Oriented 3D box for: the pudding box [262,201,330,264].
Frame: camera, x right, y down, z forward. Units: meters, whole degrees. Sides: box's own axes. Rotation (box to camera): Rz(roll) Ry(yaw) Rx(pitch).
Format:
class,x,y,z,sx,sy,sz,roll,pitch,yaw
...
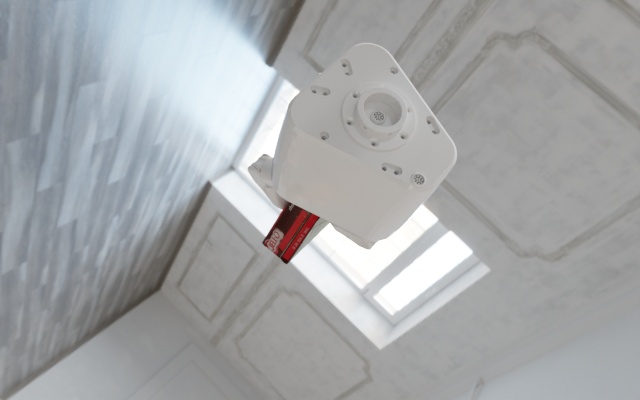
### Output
class,x,y,z,sx,sy,sz,roll,pitch,yaw
pudding box,0.000,0.002,0.478,0.113,0.039,0.090,-38,-12,-48
